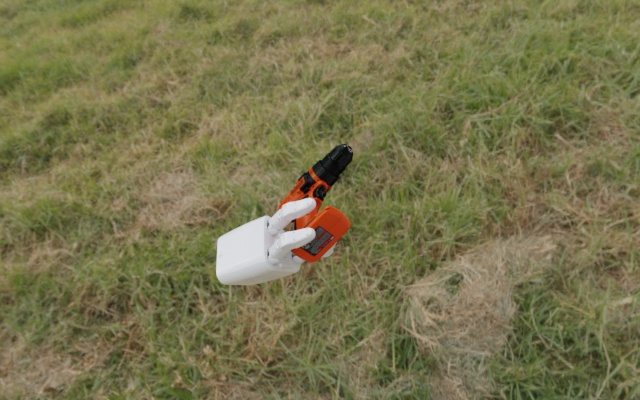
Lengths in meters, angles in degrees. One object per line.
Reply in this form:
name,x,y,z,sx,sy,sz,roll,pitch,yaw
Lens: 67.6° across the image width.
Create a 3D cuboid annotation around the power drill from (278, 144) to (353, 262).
power drill,0.000,0.003,0.817,0.057,0.184,0.187,34,21,-22
